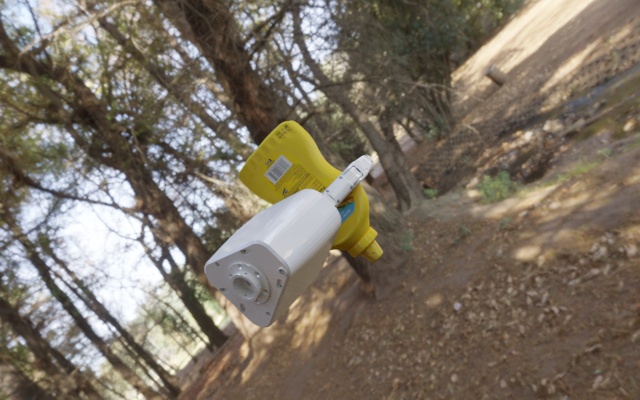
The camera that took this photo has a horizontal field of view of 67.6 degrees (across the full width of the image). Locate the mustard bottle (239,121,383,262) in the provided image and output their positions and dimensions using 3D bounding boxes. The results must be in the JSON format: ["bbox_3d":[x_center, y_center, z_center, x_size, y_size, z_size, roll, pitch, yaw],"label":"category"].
[{"bbox_3d":[0.000,0.002,0.570,0.191,0.096,0.058,44,15,1],"label":"mustard bottle"}]
